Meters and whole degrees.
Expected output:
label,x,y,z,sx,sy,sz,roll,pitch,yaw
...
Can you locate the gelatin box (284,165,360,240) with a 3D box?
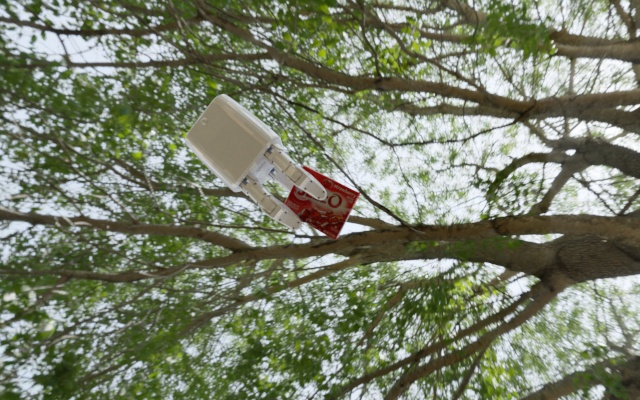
label,x,y,z,sx,sy,sz,roll,pitch,yaw
gelatin box,0.000,0.002,0.666,0.089,0.073,0.030,27,5,7
